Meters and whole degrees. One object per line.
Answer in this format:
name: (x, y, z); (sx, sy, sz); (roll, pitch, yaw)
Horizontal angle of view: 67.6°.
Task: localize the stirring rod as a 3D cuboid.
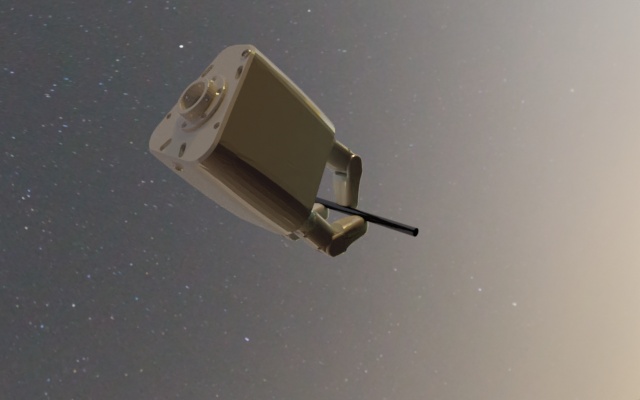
stirring rod: (0.000, 0.002, 0.492); (0.011, 0.011, 0.239); (0, 12, -44)
